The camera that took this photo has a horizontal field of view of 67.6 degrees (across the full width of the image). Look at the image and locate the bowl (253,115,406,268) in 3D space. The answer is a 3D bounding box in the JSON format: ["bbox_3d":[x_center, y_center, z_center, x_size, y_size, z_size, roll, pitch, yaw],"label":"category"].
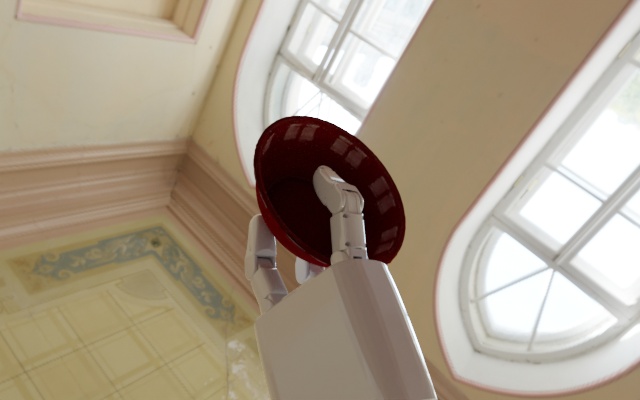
[{"bbox_3d":[0.000,0.001,0.442,0.162,0.162,0.055,0,-29,-38],"label":"bowl"}]
